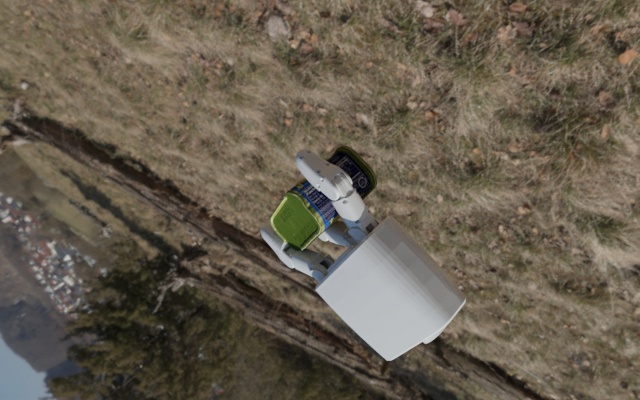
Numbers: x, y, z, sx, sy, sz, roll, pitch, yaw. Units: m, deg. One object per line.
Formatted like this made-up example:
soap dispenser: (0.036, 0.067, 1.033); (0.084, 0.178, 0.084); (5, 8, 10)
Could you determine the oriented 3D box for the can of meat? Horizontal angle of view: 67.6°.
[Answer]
can of meat: (0.000, 0.002, 0.502); (0.084, 0.057, 0.102); (-40, -5, -29)
